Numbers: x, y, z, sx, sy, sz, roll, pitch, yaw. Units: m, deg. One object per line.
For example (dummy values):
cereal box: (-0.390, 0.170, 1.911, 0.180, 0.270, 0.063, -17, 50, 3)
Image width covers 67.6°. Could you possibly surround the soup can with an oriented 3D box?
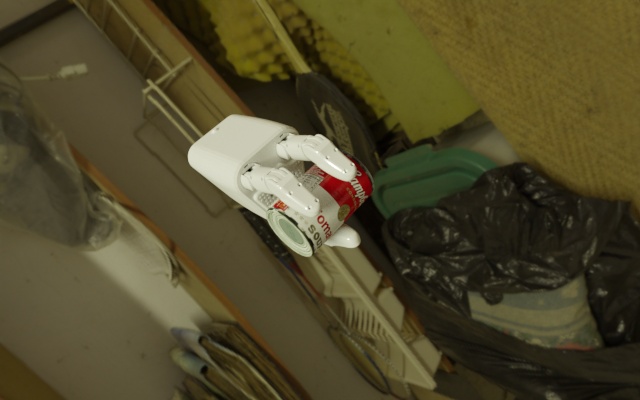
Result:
soup can: (0.000, 0.002, 0.509, 0.102, 0.068, 0.068, -45, 21, -24)
